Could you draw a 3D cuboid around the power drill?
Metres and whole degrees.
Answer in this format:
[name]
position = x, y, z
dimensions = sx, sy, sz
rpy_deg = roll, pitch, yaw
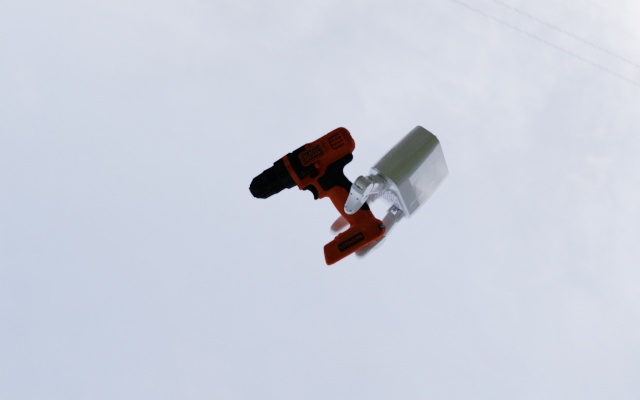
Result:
[power drill]
position = 0.001, 0.003, 0.741
dimensions = 0.184, 0.187, 0.057
rpy_deg = -30, -7, 9
